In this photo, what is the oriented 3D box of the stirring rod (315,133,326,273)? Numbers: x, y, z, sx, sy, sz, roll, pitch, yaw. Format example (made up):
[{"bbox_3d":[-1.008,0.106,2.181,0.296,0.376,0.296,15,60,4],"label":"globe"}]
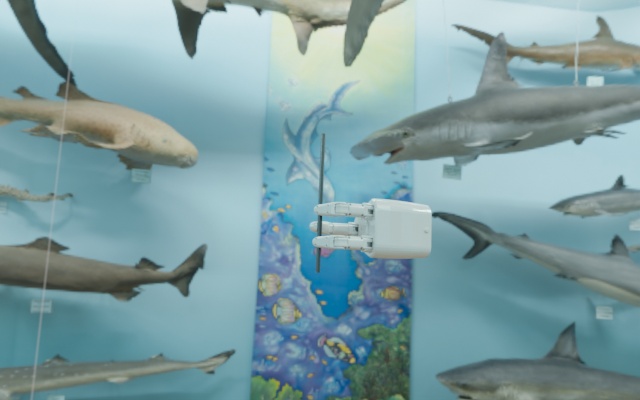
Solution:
[{"bbox_3d":[0.000,0.003,0.820,0.011,0.239,0.011,2,-7,0],"label":"stirring rod"}]
